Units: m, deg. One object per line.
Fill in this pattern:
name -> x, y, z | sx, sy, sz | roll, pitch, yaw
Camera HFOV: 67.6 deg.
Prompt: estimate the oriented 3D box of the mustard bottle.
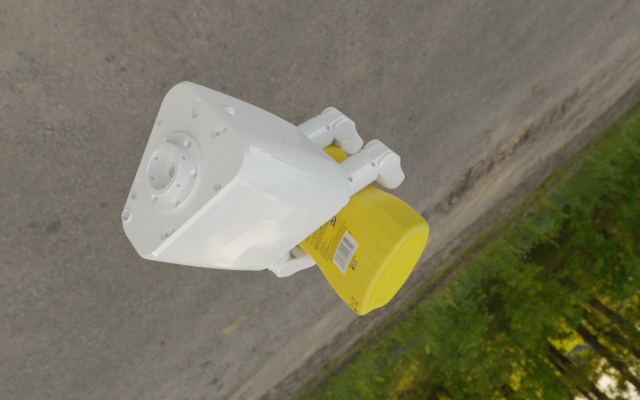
mustard bottle -> 0.000, 0.002, 0.420 | 0.058, 0.096, 0.191 | -14, 46, -41
